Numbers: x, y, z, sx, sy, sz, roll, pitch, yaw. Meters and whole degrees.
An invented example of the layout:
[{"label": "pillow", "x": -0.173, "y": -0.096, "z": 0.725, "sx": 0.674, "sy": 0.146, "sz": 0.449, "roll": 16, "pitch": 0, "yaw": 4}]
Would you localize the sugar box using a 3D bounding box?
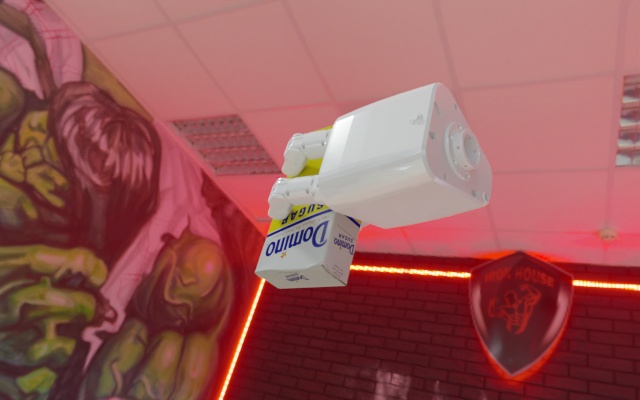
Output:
[{"label": "sugar box", "x": 0.000, "y": 0.001, "z": 0.495, "sx": 0.093, "sy": 0.176, "sz": 0.048, "roll": -12, "pitch": -41, "yaw": 40}]
